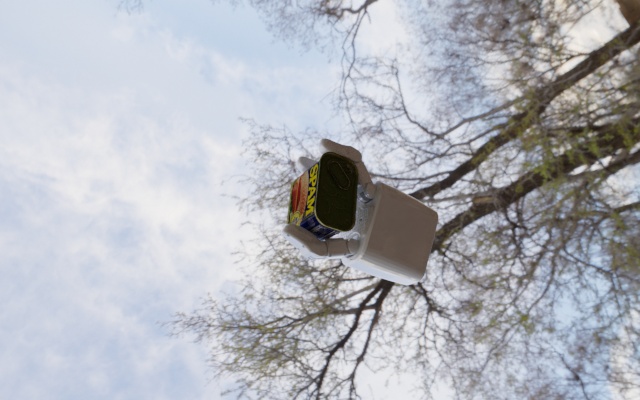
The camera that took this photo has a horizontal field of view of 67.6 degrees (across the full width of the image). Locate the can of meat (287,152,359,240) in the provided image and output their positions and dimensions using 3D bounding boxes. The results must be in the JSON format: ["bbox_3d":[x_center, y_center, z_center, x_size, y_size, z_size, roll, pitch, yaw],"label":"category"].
[{"bbox_3d":[0.000,0.002,0.611,0.057,0.102,0.084,19,-29,-25],"label":"can of meat"}]
